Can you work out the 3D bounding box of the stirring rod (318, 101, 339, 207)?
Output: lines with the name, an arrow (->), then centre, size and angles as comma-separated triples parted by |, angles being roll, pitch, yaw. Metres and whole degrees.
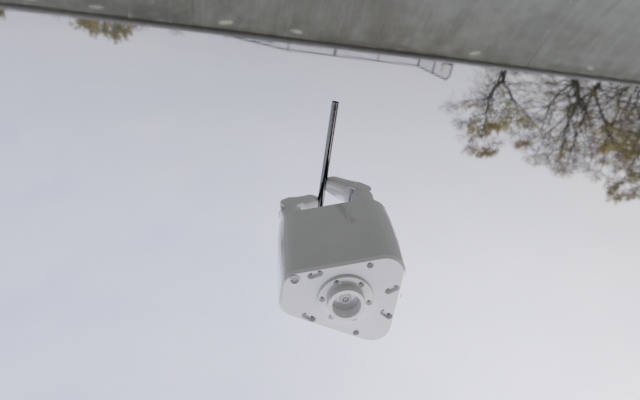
stirring rod -> 0.000, 0.002, 0.565 | 0.011, 0.240, 0.011 | 7, 25, -3
